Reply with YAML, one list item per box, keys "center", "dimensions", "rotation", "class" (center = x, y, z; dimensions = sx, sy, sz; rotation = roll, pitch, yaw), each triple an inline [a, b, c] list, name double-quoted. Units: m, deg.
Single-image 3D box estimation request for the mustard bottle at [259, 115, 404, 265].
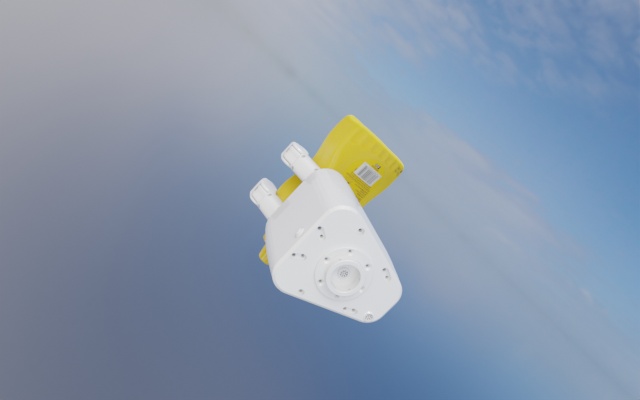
- center: [0.000, 0.001, 0.543]
  dimensions: [0.096, 0.191, 0.058]
  rotation: [36, 11, -42]
  class: "mustard bottle"
